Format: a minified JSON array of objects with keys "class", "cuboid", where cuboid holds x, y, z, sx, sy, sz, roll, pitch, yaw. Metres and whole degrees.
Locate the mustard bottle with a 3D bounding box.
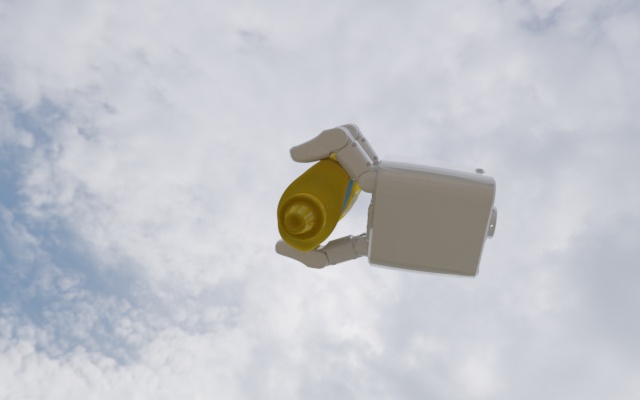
[{"class":"mustard bottle","cuboid":[0.000,0.001,0.484,0.058,0.096,0.191,32,16,5]}]
